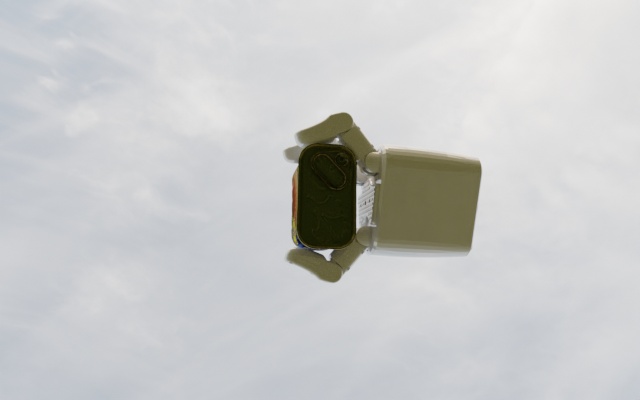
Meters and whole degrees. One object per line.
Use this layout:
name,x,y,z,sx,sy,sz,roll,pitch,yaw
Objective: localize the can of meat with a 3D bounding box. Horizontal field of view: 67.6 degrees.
can of meat,0.000,0.002,0.491,0.057,0.102,0.084,2,-9,-9
